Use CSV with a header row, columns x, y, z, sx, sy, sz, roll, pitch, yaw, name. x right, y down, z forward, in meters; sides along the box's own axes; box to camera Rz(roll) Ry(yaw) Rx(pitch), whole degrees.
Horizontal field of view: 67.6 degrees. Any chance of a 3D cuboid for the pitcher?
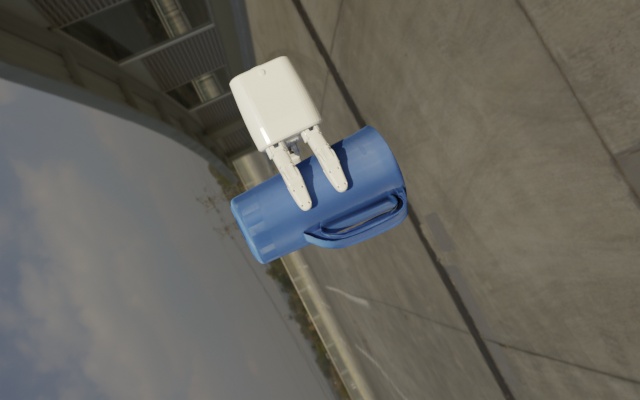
x,y,z,sx,sy,sz,roll,pitch,yaw,name
0.000,0.002,0.706,0.243,0.145,0.149,-26,3,-7,pitcher
